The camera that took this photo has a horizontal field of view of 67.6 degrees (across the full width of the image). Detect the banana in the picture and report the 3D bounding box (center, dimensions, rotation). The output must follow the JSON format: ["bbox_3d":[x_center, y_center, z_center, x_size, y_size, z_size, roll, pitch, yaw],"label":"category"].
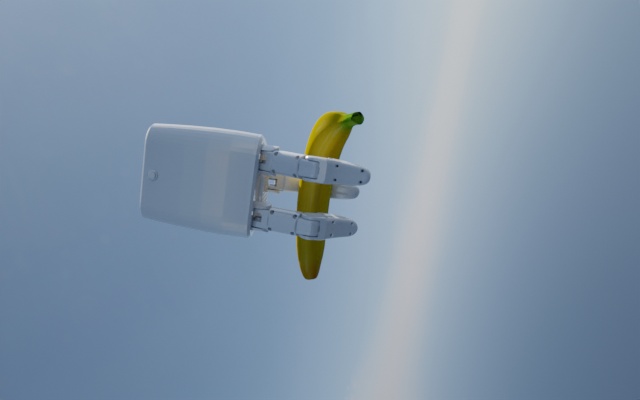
[{"bbox_3d":[-0.002,-0.011,0.488,0.037,0.198,0.069,5,32,-13],"label":"banana"}]
